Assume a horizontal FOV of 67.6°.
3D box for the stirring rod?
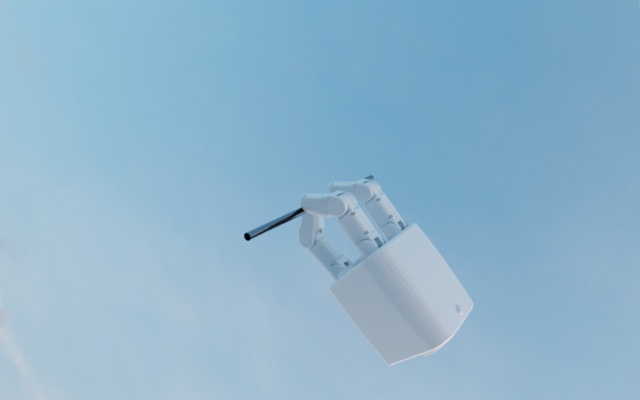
[{"bbox_3d":[0.000,0.002,0.523,0.011,0.011,0.239,0,15,34],"label":"stirring rod"}]
